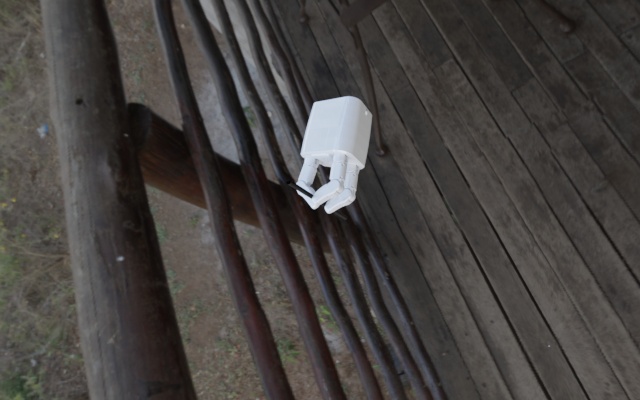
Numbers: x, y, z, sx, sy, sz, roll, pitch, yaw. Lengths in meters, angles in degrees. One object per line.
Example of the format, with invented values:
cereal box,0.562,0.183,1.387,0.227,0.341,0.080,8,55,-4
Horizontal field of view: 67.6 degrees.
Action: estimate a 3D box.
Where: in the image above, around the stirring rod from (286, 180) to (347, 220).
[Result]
stirring rod,0.000,0.003,0.852,0.011,0.011,0.239,0,-15,26
